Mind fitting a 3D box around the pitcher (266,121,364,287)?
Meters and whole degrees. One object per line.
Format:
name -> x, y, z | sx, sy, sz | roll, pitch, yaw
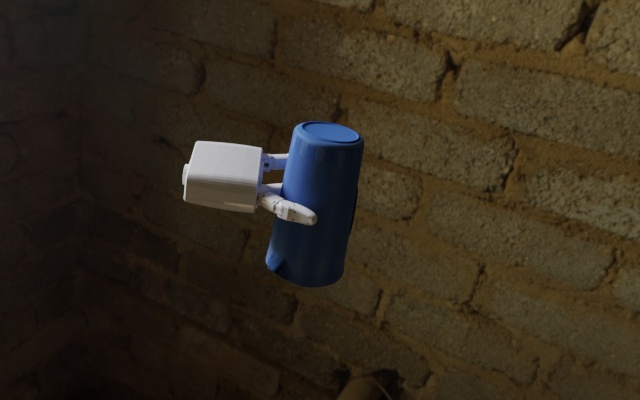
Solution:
pitcher -> 0.000, 0.003, 0.764 | 0.145, 0.243, 0.149 | 8, 25, -6
